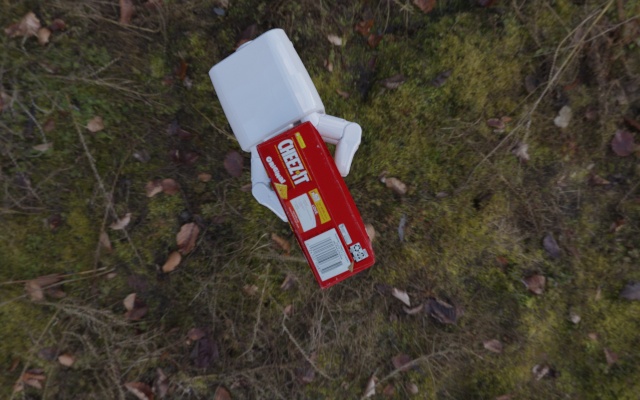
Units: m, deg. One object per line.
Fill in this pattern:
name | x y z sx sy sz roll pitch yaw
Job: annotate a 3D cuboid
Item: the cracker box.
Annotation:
cracker box | 0.000 0.002 0.586 0.072 0.164 0.213 -25 0 3
